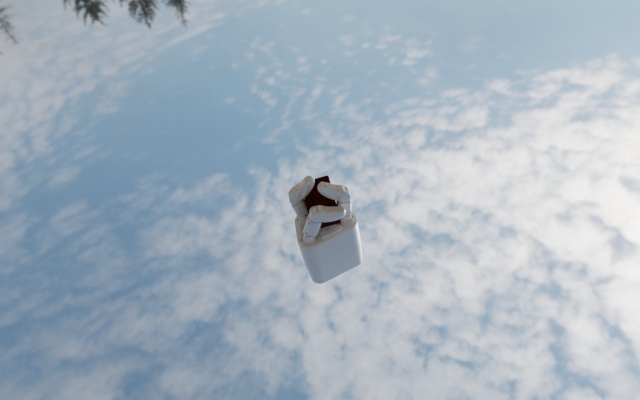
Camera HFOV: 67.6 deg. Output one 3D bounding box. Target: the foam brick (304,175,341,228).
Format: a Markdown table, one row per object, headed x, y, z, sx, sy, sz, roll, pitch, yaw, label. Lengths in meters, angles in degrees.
| x | y | z | sx | sy | sz | roll | pitch | yaw | label |
| --- | --- | --- | --- | --- | --- | --- | --- | --- | --- |
| 0.000 | 0.003 | 0.851 | 0.053 | 0.051 | 0.078 | -14 | 40 | 1 | foam brick |
